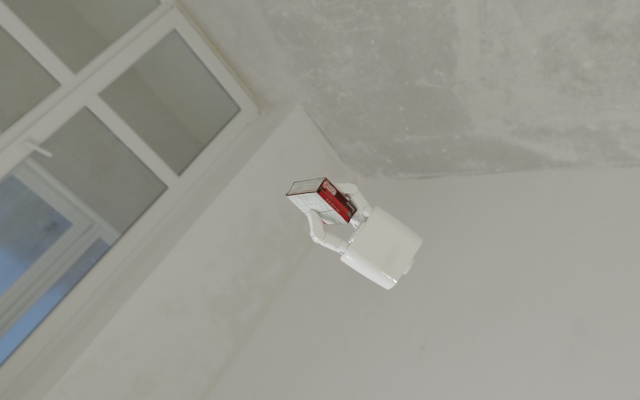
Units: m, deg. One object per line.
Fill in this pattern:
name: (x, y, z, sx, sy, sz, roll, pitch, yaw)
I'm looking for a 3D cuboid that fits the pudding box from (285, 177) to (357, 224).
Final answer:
pudding box: (0.000, 0.003, 0.875, 0.090, 0.039, 0.113, 46, -27, -23)
